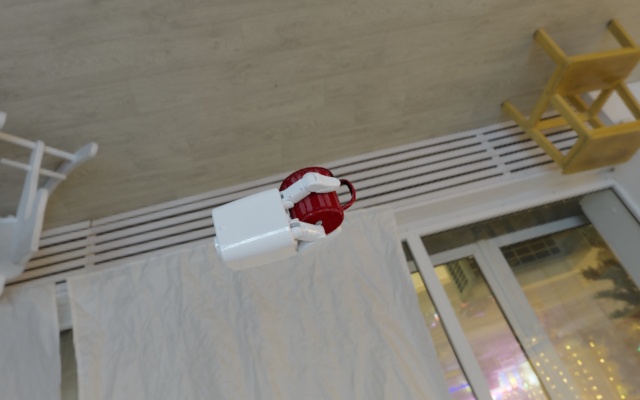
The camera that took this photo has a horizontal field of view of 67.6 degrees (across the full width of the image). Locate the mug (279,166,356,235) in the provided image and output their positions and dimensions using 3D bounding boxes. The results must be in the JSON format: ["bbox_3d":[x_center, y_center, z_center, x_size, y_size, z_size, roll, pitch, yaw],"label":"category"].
[{"bbox_3d":[0.002,0.002,0.764,0.117,0.081,0.093,-17,-33,-4],"label":"mug"}]
